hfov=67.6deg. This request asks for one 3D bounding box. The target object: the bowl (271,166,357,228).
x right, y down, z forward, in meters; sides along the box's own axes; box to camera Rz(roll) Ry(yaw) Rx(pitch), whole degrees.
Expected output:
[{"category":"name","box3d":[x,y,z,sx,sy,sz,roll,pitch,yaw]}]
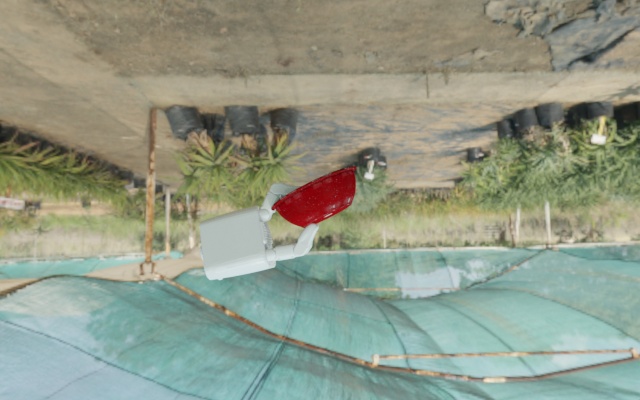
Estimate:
[{"category":"bowl","box3d":[0.001,0.002,0.808,0.162,0.055,0.162,-26,-7,-3]}]
